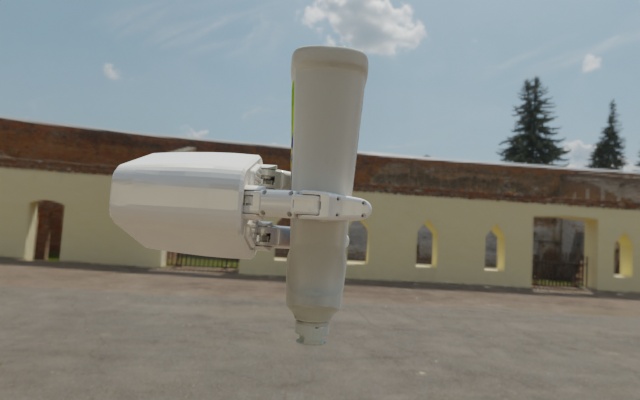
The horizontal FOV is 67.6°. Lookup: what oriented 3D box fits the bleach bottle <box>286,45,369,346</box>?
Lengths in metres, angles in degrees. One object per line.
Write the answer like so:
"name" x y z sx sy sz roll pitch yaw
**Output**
"bleach bottle" 0.000 0.001 0.428 0.068 0.251 0.102 4 -4 0
